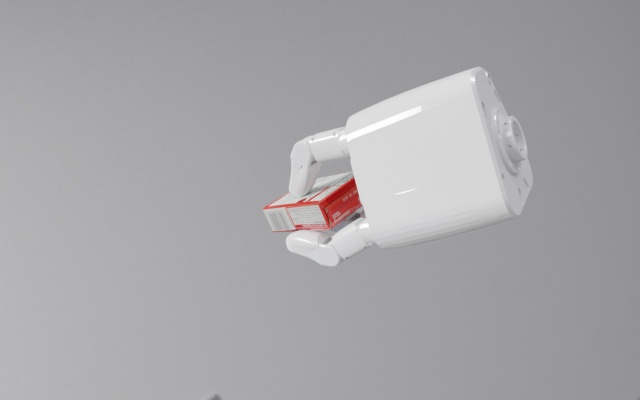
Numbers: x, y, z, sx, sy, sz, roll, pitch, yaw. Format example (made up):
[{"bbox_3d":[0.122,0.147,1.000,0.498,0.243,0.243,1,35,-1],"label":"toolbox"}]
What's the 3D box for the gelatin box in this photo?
[{"bbox_3d":[0.000,0.001,0.460,0.089,0.030,0.073,-7,21,48],"label":"gelatin box"}]
